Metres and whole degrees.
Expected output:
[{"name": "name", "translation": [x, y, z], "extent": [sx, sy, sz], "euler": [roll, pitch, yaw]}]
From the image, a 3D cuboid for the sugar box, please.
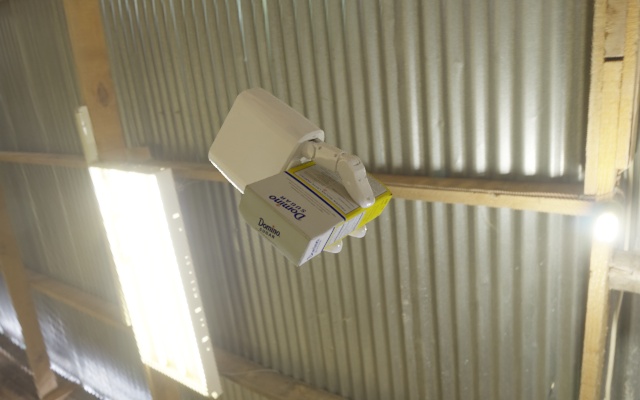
[{"name": "sugar box", "translation": [0.000, 0.002, 0.541], "extent": [0.093, 0.048, 0.176], "euler": [39, 37, 20]}]
